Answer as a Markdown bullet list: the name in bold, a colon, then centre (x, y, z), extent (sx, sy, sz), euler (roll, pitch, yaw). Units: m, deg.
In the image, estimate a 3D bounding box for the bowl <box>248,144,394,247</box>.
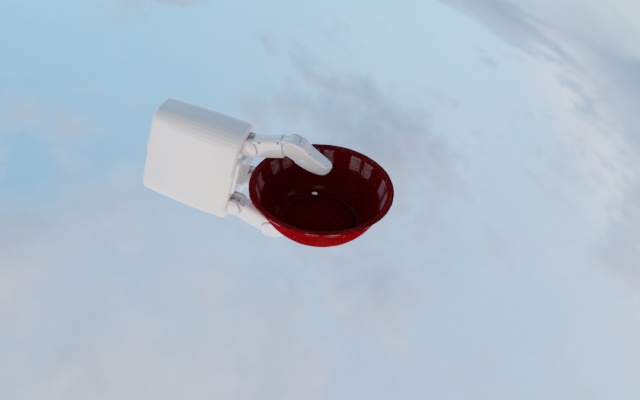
- **bowl**: centre (0.001, 0.003, 0.545), extent (0.162, 0.055, 0.162), euler (2, 40, -2)
